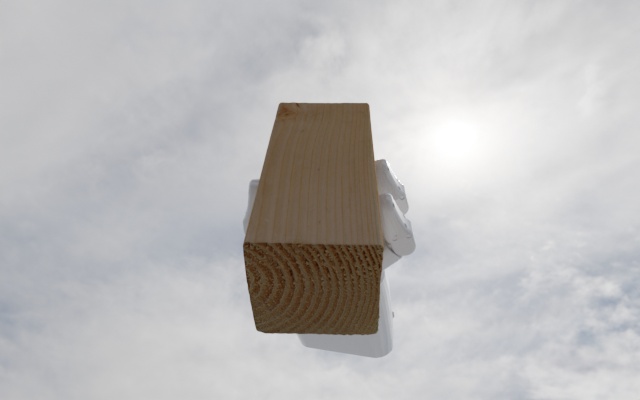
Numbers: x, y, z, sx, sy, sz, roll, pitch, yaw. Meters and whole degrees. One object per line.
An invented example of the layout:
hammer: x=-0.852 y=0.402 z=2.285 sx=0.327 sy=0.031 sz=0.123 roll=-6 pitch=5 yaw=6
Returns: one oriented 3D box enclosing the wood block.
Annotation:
wood block: x=0.000 y=0.002 z=0.403 sx=0.091 sy=0.090 sz=0.206 roll=0 pitch=36 yaw=2
